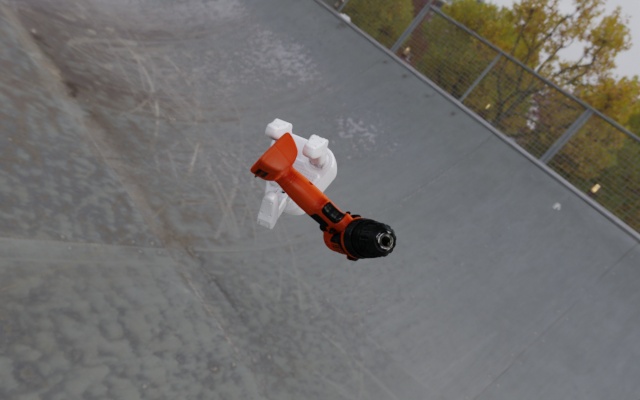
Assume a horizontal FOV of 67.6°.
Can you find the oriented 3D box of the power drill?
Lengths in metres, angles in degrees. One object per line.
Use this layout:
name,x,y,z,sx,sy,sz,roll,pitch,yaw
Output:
power drill,0.000,0.002,0.605,0.057,0.188,0.184,-46,9,-15
